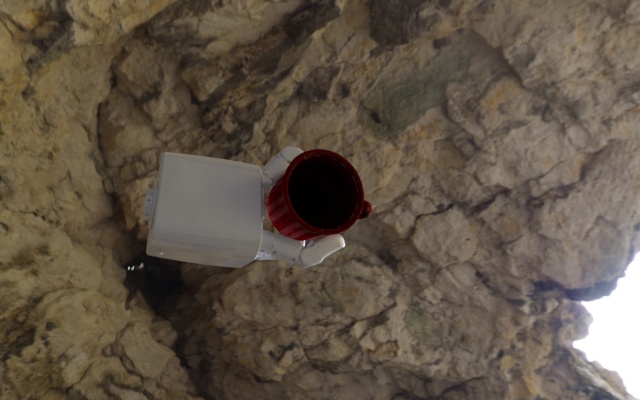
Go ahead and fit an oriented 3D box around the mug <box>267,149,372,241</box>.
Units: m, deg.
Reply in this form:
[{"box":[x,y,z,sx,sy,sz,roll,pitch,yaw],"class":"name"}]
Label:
[{"box":[0.001,0.002,0.538,0.117,0.093,0.081,11,-18,-21],"class":"mug"}]
